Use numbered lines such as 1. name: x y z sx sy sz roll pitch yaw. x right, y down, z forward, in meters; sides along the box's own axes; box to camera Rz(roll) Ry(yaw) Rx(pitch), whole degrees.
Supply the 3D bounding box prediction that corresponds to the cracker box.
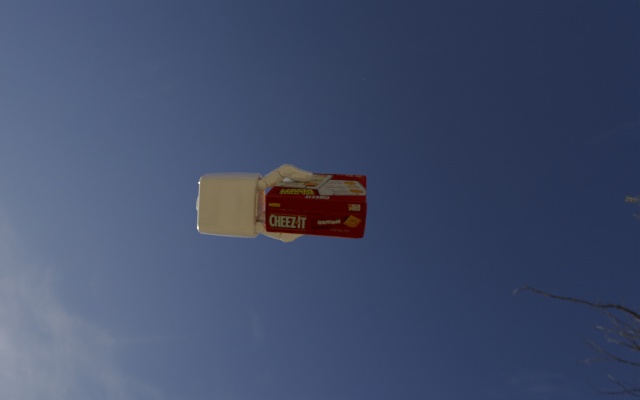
1. cracker box: 0.000 0.003 0.861 0.164 0.072 0.213 3 14 5
